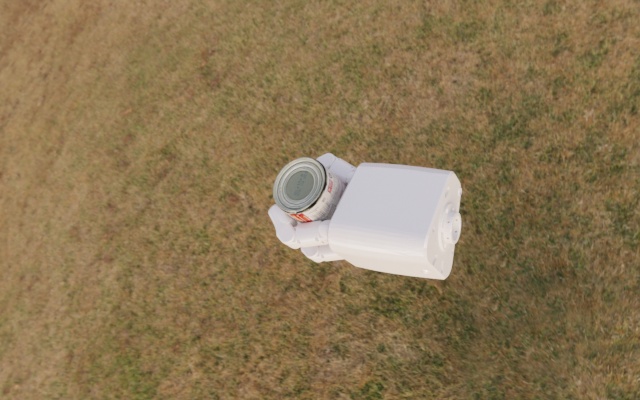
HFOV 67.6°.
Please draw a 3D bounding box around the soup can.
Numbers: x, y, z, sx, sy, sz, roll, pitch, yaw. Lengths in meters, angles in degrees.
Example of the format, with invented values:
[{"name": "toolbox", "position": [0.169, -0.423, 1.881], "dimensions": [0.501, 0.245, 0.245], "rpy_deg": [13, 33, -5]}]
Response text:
[{"name": "soup can", "position": [0.000, 0.002, 0.549], "dimensions": [0.068, 0.068, 0.102], "rpy_deg": [0, -22, 31]}]
